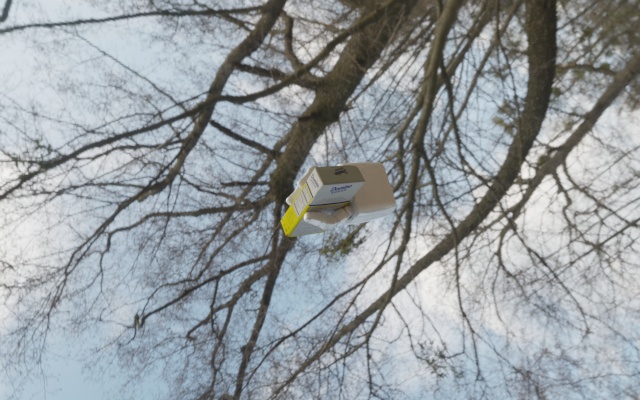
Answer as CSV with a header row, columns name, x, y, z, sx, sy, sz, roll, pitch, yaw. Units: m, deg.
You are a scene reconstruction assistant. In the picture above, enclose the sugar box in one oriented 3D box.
name,x,y,z,sx,sy,sz,roll,pitch,yaw
sugar box,0.000,0.003,0.894,0.093,0.048,0.176,-5,-34,-33
